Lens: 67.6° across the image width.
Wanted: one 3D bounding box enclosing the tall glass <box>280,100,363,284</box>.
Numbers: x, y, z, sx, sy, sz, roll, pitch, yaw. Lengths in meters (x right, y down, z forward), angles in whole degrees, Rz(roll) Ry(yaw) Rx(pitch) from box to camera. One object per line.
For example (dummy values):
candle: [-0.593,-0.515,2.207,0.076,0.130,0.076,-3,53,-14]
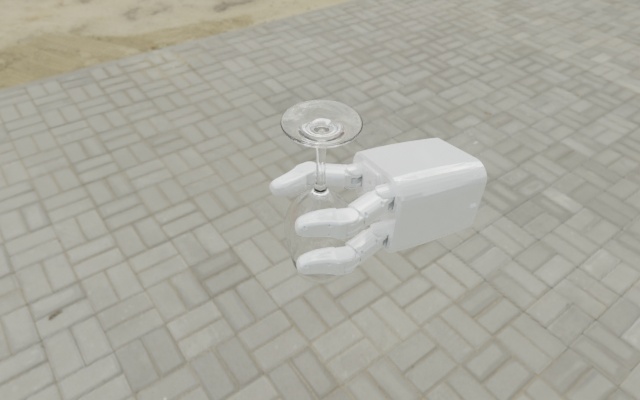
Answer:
tall glass: [0.000,0.001,0.496,0.079,0.201,0.079,1,43,-1]
